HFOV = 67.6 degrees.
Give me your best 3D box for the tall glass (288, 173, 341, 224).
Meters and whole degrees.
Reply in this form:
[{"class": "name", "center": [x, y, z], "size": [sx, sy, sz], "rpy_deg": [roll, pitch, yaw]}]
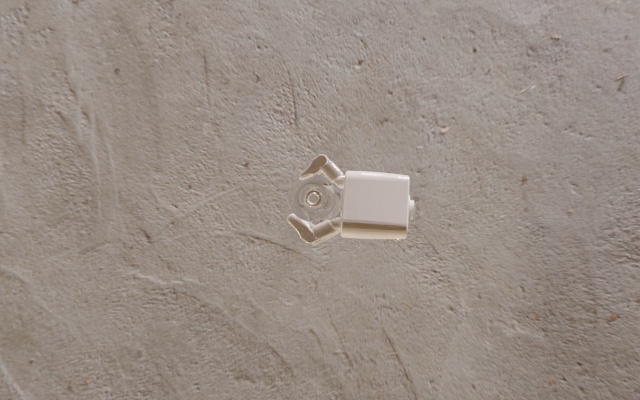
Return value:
[{"class": "tall glass", "center": [0.000, 0.003, 0.821], "size": [0.079, 0.079, 0.201], "rpy_deg": [0, -4, 7]}]
